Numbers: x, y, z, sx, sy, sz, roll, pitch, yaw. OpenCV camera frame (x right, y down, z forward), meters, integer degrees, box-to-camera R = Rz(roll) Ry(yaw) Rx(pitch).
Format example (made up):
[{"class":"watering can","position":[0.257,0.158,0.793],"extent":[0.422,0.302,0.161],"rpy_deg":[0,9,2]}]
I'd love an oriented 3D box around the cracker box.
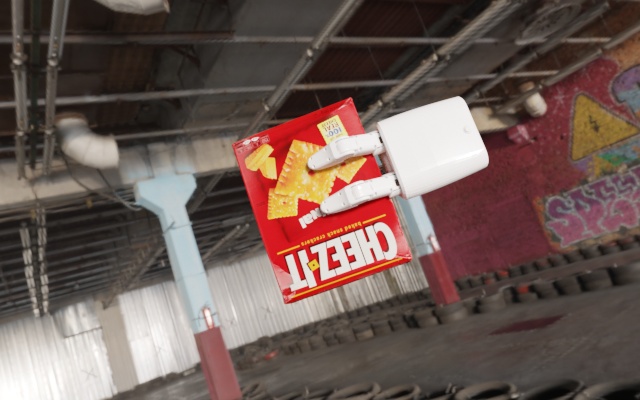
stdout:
[{"class":"cracker box","position":[0.000,0.002,0.599],"extent":[0.164,0.213,0.072],"rpy_deg":[-20,-10,2]}]
